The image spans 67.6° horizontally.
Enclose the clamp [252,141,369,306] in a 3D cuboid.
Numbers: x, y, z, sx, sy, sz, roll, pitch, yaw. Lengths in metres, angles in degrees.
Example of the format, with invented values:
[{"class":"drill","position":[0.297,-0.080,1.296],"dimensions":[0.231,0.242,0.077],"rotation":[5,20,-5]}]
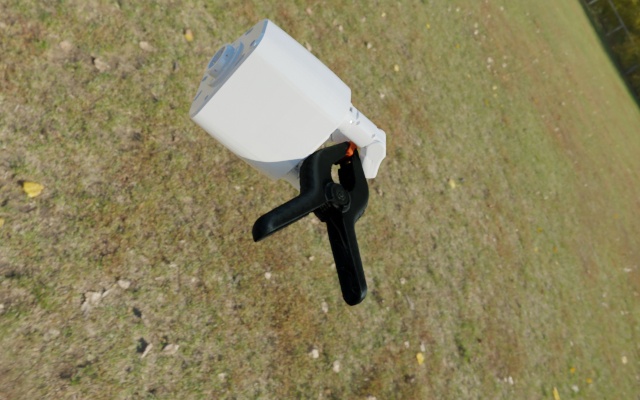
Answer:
[{"class":"clamp","position":[0.001,0.001,0.447],"dimensions":[0.120,0.171,0.039],"rotation":[35,-47,-31]}]
